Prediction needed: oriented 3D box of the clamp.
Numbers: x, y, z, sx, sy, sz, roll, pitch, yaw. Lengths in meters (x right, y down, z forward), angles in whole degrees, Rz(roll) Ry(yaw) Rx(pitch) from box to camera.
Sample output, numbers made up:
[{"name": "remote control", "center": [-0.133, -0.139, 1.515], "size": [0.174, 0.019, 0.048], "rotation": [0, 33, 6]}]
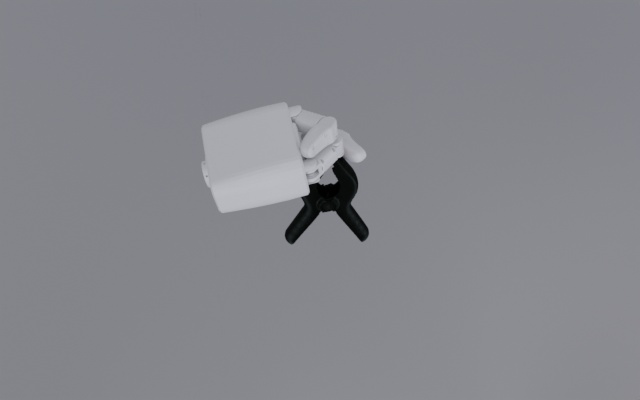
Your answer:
[{"name": "clamp", "center": [0.000, 0.002, 0.644], "size": [0.120, 0.172, 0.039], "rotation": [-12, 41, -1]}]
